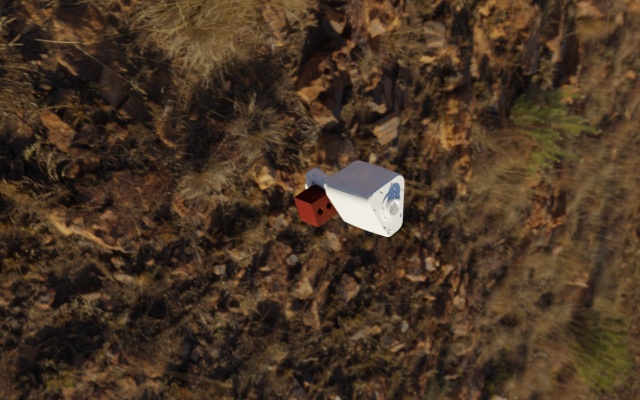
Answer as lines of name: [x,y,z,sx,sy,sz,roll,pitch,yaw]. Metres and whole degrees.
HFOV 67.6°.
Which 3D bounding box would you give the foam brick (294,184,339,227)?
foam brick: [0.000,0.003,0.889,0.078,0.053,0.051,-35,36,-28]
